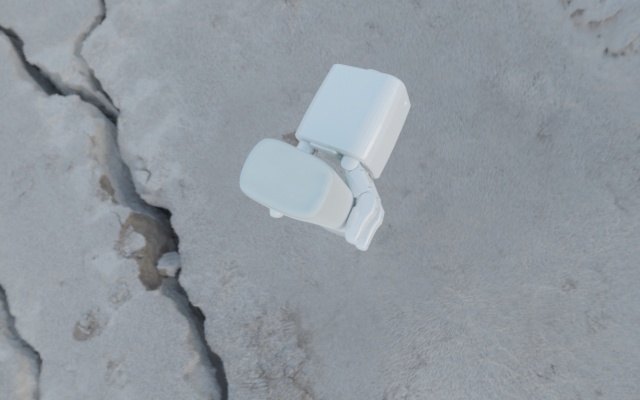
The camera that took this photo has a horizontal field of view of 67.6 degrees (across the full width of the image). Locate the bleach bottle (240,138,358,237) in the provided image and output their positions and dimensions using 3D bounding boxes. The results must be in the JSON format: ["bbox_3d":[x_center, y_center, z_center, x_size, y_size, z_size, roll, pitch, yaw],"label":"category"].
[{"bbox_3d":[0.000,0.002,0.592,0.102,0.068,0.251,25,-3,19],"label":"bleach bottle"}]
